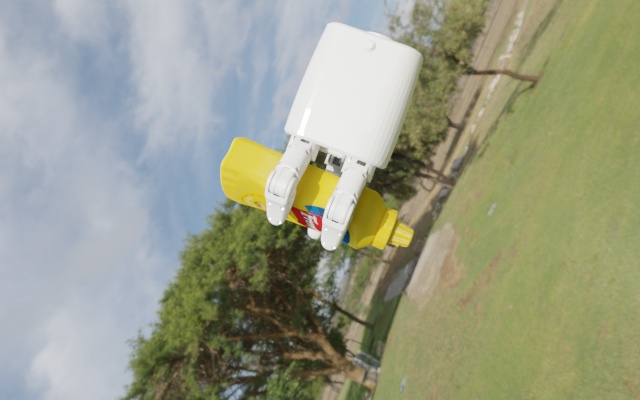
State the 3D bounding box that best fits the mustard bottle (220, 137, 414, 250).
[{"bbox_3d":[0.000,0.002,0.475,0.191,0.058,0.096,21,-20,7],"label":"mustard bottle"}]
